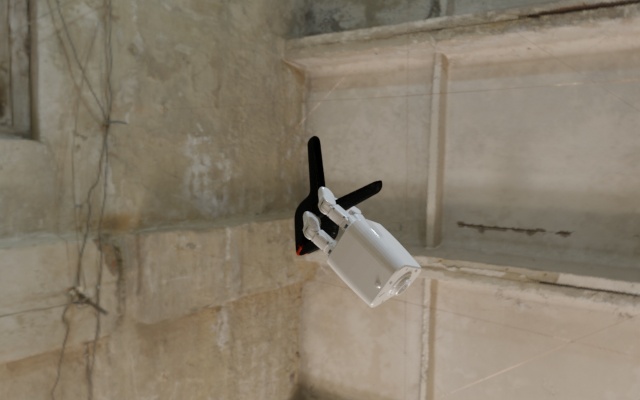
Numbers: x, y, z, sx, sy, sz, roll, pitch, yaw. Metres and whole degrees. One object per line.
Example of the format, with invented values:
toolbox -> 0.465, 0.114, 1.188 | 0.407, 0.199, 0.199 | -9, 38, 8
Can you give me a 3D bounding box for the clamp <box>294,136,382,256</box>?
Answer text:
clamp -> 0.001, 0.003, 0.838 | 0.036, 0.210, 0.164 | -5, 43, -50
